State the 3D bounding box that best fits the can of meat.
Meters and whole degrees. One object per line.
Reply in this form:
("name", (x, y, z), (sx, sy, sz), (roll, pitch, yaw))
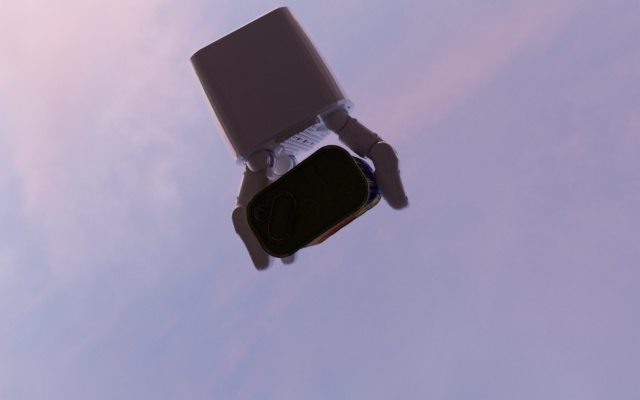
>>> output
("can of meat", (0.000, 0.001, 0.412), (0.102, 0.057, 0.084), (-35, -10, 15))
